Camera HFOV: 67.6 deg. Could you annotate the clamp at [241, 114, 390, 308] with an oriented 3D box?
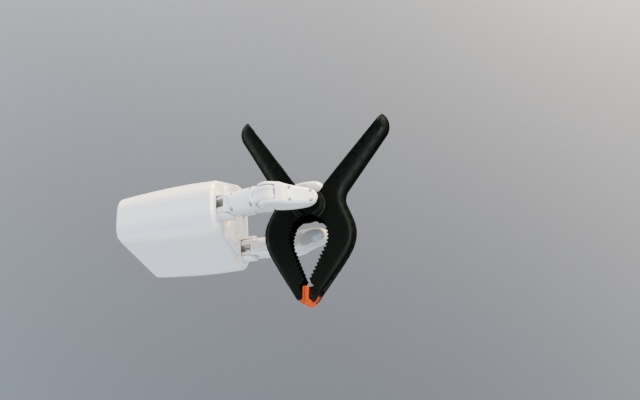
[{"bbox_3d":[0.000,0.002,0.495,0.164,0.210,0.036,-9,-20,10],"label":"clamp"}]
